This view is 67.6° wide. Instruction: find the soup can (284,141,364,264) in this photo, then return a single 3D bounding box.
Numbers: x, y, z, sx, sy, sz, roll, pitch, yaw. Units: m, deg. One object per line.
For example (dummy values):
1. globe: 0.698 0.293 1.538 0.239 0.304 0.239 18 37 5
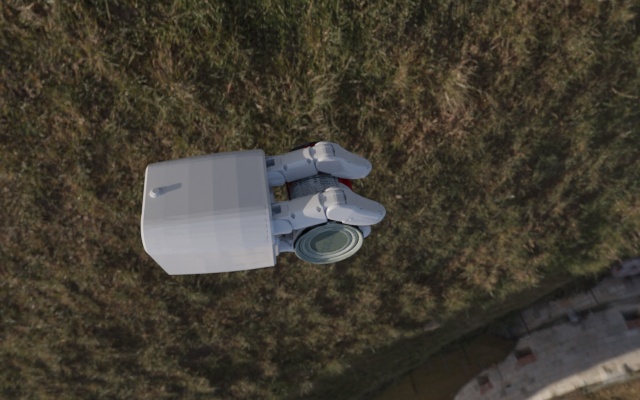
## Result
1. soup can: 0.001 0.002 0.467 0.068 0.102 0.069 -7 -38 -6
